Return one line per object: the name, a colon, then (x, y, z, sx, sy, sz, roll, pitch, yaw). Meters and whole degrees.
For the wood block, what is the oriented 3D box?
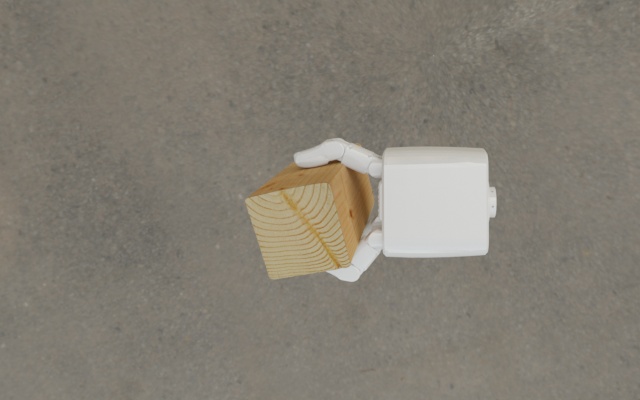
wood block: (0.000, 0.002, 0.560, 0.090, 0.091, 0.206, -11, 14, 16)
